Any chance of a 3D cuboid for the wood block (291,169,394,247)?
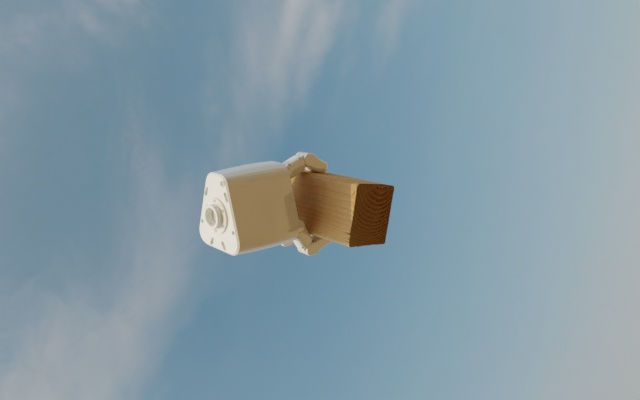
[{"bbox_3d":[0.000,0.002,0.743,0.206,0.091,0.090,15,9,42],"label":"wood block"}]
